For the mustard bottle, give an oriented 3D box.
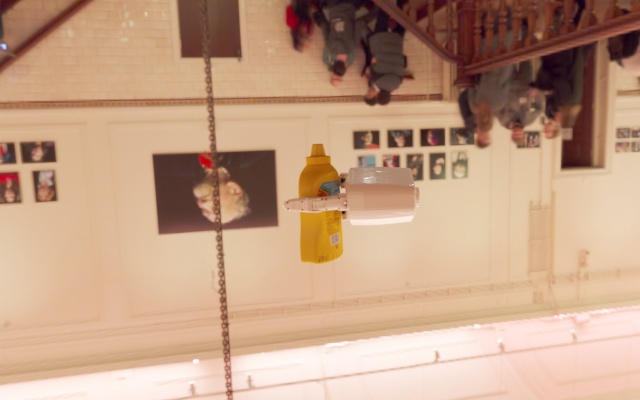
[{"bbox_3d":[0.000,0.003,0.788,0.058,0.191,0.096,2,8,31],"label":"mustard bottle"}]
